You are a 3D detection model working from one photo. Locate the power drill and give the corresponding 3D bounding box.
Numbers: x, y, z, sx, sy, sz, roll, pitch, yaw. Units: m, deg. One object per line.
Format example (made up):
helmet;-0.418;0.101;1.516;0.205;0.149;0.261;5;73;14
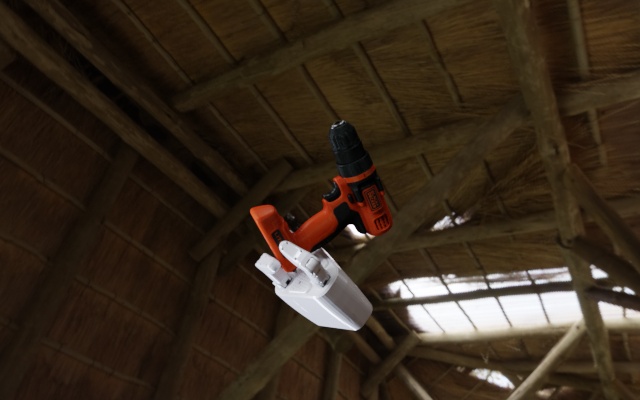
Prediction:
power drill;0.000;0.003;0.678;0.187;0.184;0.057;-28;22;-8
